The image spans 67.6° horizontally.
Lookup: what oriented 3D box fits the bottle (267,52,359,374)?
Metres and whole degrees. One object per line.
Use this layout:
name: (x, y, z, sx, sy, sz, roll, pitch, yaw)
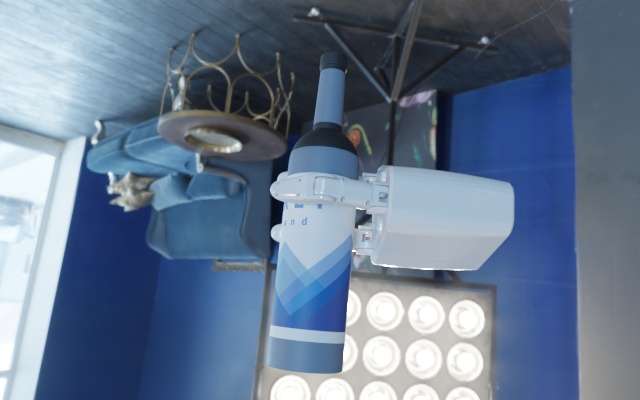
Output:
bottle: (0.000, 0.002, 0.444, 0.069, 0.295, 0.069, 5, -12, 1)
